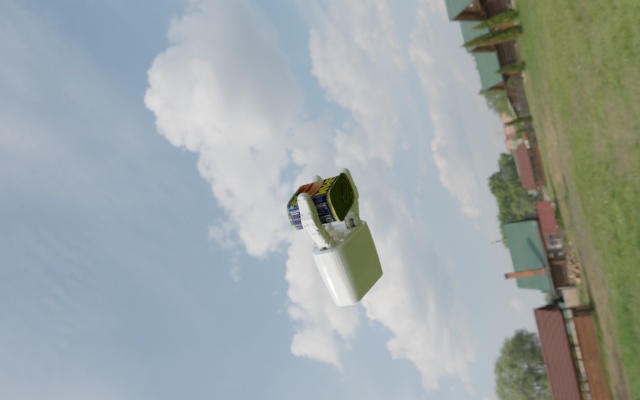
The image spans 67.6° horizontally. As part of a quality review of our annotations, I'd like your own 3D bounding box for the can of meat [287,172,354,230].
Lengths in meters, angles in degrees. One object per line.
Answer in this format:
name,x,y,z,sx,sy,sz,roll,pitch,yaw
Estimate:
can of meat,0.000,0.003,0.793,0.084,0.057,0.102,-15,21,25
